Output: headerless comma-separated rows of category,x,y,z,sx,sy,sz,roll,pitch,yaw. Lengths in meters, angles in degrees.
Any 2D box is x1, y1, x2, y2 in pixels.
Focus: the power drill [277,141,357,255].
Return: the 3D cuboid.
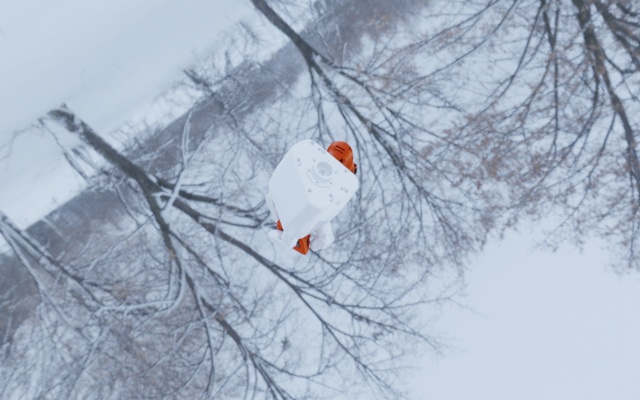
power drill,0.000,0.003,0.864,0.057,0.187,0.184,28,-19,17
